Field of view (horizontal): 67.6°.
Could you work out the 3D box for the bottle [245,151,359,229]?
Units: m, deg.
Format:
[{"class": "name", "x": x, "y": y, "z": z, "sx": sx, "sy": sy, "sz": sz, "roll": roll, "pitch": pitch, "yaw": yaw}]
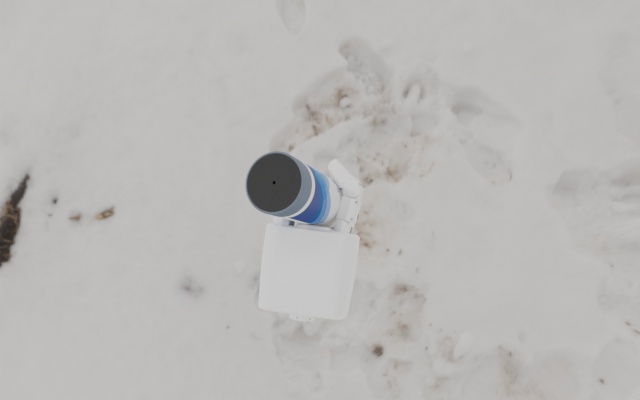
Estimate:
[{"class": "bottle", "x": 0.000, "y": 0.002, "z": 0.628, "sx": 0.069, "sy": 0.069, "sz": 0.296, "roll": 0, "pitch": -8, "yaw": 19}]
